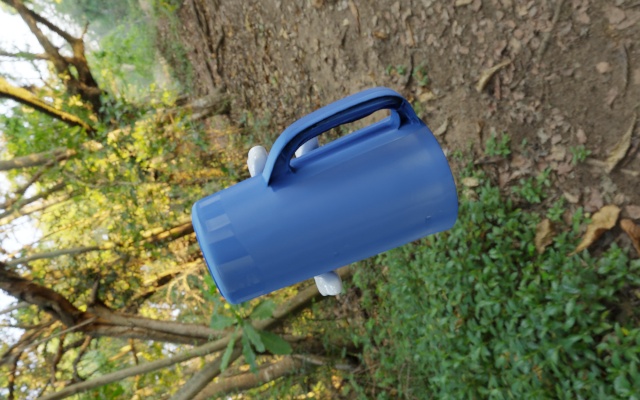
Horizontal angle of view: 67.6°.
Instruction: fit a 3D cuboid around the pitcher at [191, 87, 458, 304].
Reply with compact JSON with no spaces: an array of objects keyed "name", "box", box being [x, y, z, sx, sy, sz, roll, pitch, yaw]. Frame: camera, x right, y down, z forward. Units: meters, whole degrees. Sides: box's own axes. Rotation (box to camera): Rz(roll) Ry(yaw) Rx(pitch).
[{"name":"pitcher","box":[0.000,0.002,0.477,0.243,0.149,0.145,-21,-7,-9]}]
